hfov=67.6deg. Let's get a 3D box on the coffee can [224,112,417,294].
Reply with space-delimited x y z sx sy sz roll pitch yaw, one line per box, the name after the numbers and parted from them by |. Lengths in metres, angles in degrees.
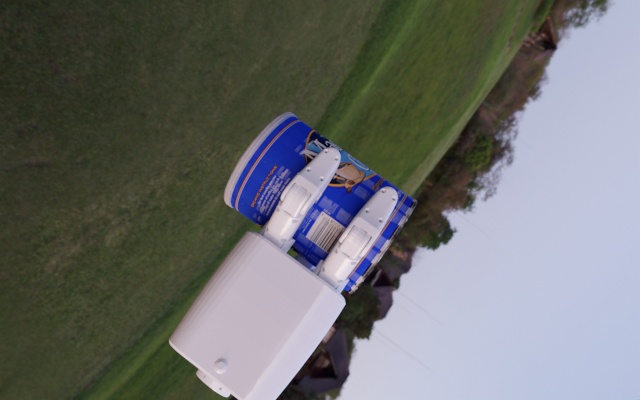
0.000 0.001 0.433 0.140 0.103 0.103 35 4 6 | coffee can
